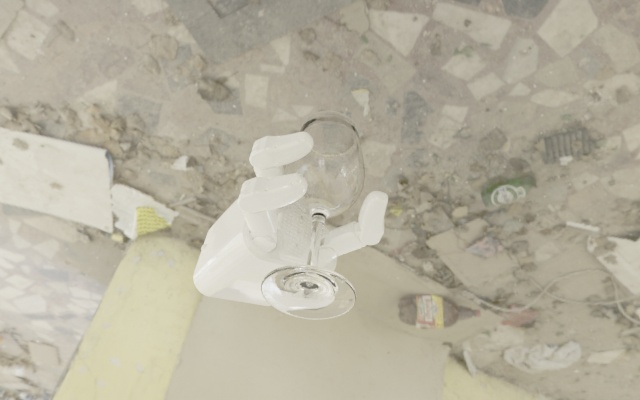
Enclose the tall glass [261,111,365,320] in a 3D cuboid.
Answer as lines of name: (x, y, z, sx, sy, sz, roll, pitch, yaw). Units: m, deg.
tall glass: (0.000, 0.002, 0.436, 0.079, 0.200, 0.079, 4, -43, 4)
